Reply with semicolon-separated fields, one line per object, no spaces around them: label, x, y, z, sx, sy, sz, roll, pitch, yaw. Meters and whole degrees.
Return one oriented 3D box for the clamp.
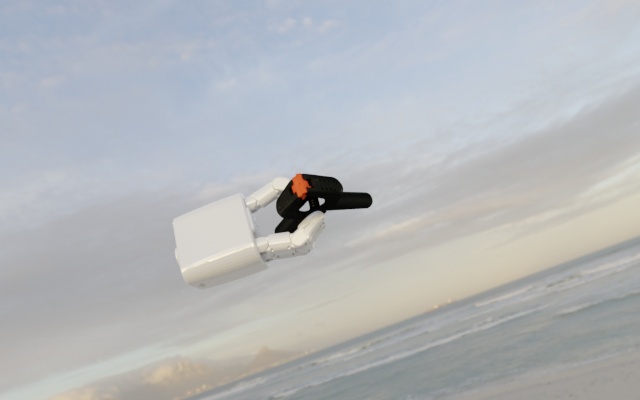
clamp;0.000;0.001;0.679;0.164;0.036;0.210;-20;-16;-3
